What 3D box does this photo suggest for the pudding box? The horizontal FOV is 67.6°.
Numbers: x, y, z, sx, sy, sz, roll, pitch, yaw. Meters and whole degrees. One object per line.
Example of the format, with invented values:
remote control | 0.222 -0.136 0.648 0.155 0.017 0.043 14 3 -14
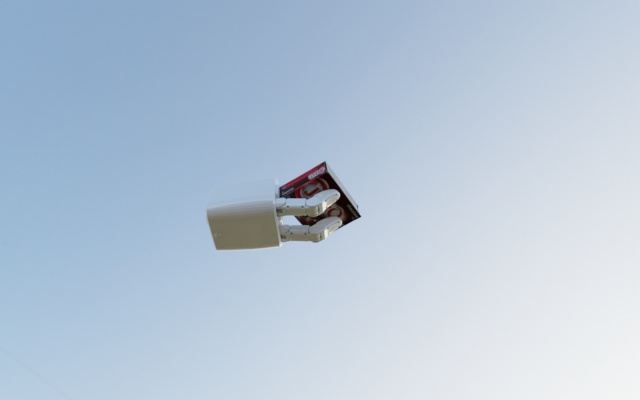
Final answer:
pudding box | 0.000 0.002 0.776 0.090 0.039 0.113 -29 -53 15
